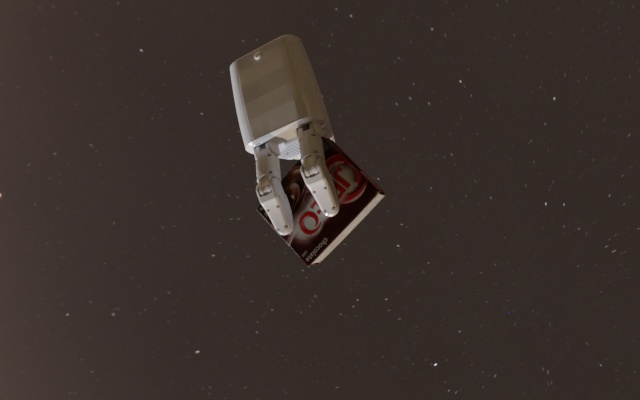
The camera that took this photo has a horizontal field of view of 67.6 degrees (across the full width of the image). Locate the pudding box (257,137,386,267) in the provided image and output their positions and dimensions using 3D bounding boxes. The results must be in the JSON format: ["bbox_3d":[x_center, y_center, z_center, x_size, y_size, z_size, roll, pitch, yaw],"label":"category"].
[{"bbox_3d":[0.000,0.002,0.520,0.090,0.113,0.039,46,13,19],"label":"pudding box"}]
